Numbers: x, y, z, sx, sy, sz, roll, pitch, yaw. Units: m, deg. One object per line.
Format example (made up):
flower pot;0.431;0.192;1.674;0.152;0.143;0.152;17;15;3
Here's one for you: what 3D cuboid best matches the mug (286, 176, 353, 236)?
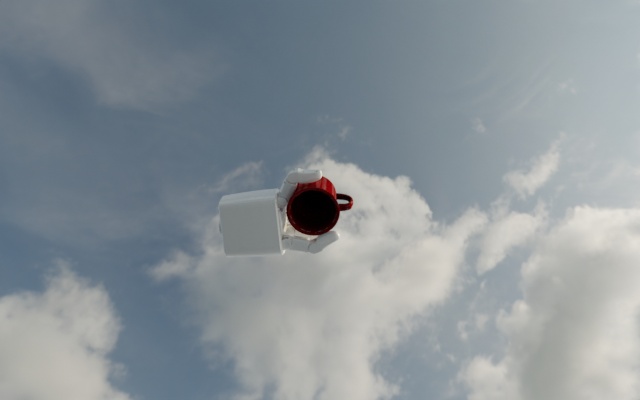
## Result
mug;0.002;0.003;0.857;0.117;0.093;0.081;-4;24;4
